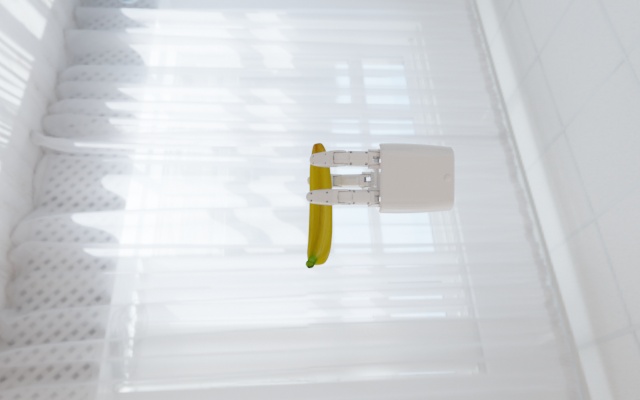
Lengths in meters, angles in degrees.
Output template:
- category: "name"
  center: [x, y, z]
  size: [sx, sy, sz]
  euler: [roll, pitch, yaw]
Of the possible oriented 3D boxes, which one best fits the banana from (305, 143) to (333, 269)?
- category: "banana"
  center: [0.000, 0.013, 0.704]
  size: [0.037, 0.197, 0.070]
  euler: [1, -25, 1]
